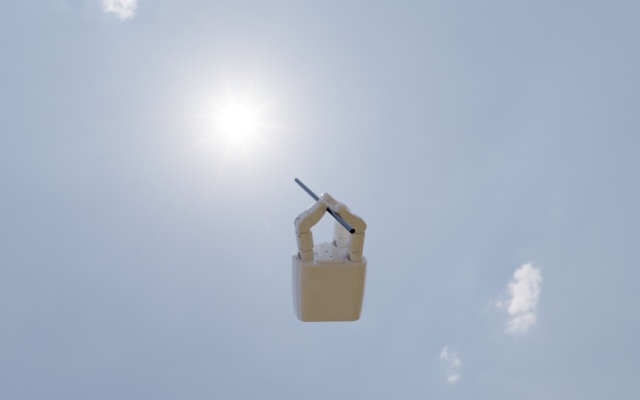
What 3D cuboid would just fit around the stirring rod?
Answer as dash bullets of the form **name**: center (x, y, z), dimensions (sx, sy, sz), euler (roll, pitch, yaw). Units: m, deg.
- **stirring rod**: center (0.000, 0.003, 0.748), dimensions (0.011, 0.011, 0.239), euler (0, 19, -22)
